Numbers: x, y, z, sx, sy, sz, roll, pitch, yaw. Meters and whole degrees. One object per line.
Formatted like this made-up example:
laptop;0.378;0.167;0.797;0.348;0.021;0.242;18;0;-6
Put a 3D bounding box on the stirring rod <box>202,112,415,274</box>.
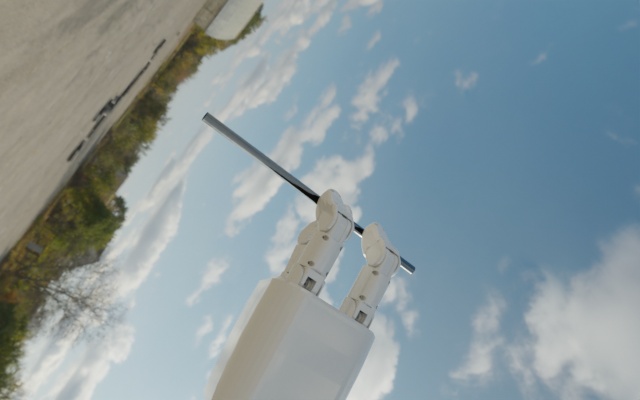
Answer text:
stirring rod;0.000;0.001;0.413;0.239;0.011;0.011;37;-17;-24
